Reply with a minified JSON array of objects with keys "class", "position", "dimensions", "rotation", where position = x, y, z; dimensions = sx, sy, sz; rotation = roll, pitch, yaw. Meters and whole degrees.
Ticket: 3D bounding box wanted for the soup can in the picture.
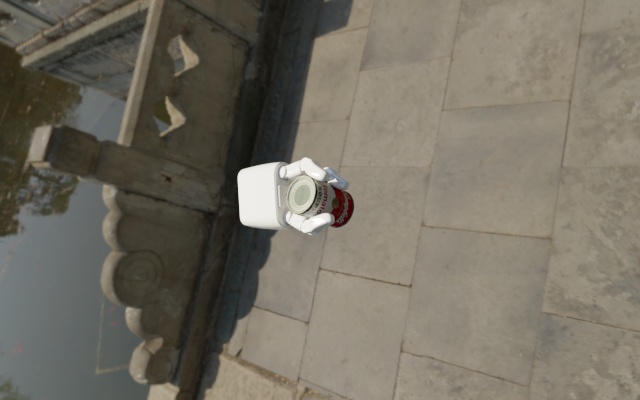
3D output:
[{"class":"soup can","position":[0.000,0.003,0.808],"dimensions":[0.068,0.068,0.102],"rotation":[0,-15,42]}]
